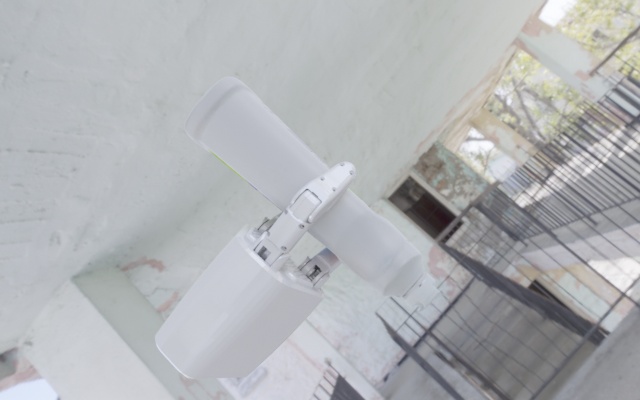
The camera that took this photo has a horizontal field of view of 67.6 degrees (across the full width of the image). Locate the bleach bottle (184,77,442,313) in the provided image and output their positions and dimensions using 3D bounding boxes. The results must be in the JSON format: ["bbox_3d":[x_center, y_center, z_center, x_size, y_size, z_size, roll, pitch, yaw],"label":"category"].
[{"bbox_3d":[0.000,0.001,0.419,0.251,0.068,0.102,42,3,12],"label":"bleach bottle"}]
